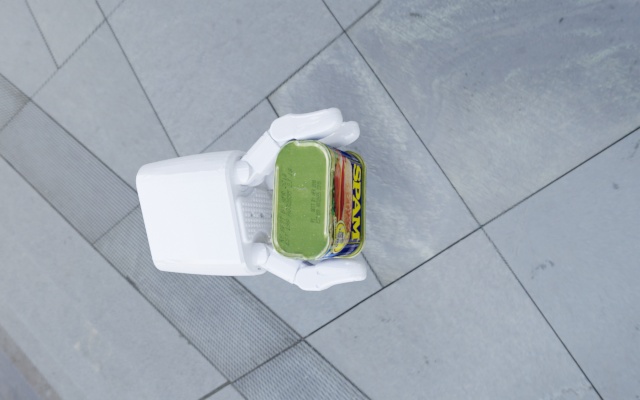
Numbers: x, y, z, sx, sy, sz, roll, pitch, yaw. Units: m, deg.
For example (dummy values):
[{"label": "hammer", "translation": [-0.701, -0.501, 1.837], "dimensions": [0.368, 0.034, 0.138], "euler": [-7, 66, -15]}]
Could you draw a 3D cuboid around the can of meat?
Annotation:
[{"label": "can of meat", "translation": [0.000, 0.001, 0.416], "dimensions": [0.057, 0.102, 0.084], "euler": [0, -3, 23]}]
